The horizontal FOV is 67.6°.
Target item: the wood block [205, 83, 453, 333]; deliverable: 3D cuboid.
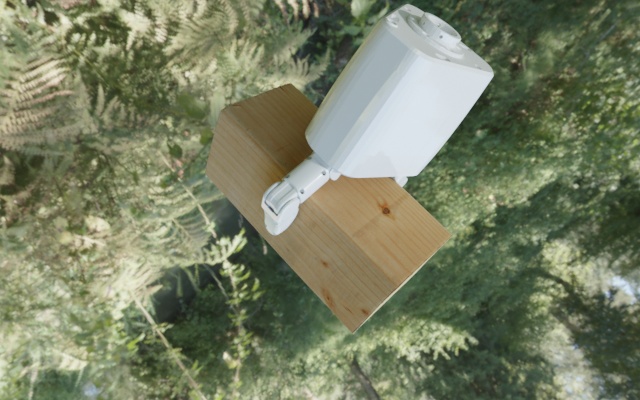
[{"bbox_3d":[0.000,0.001,0.433,0.090,0.206,0.090,-32,-19,-39],"label":"wood block"}]
